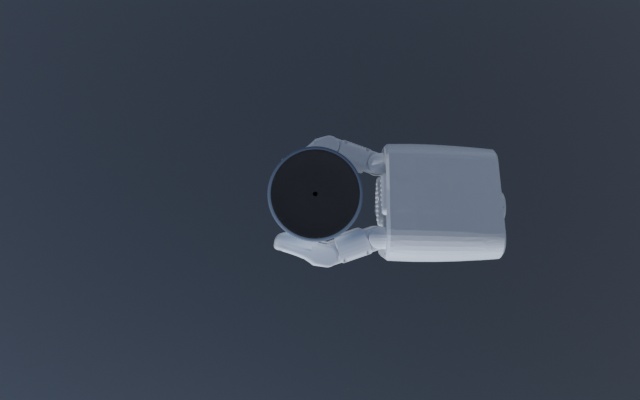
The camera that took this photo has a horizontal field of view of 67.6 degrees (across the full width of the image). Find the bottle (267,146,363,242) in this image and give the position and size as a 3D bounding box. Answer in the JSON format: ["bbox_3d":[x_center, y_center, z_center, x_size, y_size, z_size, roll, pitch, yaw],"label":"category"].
[{"bbox_3d":[0.000,0.002,0.476,0.069,0.069,0.296,0,-2,1],"label":"bottle"}]
